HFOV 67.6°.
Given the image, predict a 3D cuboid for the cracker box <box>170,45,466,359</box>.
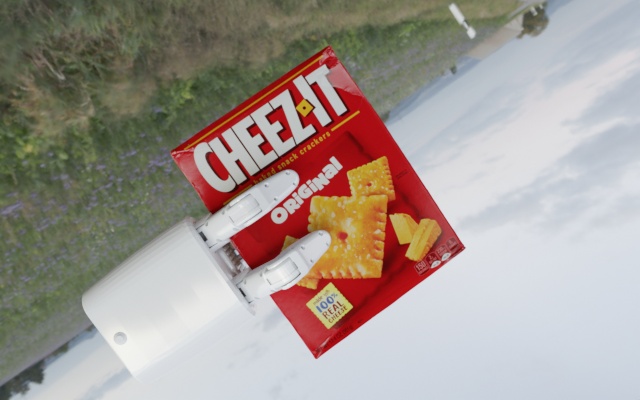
[{"bbox_3d":[0.000,0.002,0.425,0.164,0.214,0.072,-35,5,-3],"label":"cracker box"}]
